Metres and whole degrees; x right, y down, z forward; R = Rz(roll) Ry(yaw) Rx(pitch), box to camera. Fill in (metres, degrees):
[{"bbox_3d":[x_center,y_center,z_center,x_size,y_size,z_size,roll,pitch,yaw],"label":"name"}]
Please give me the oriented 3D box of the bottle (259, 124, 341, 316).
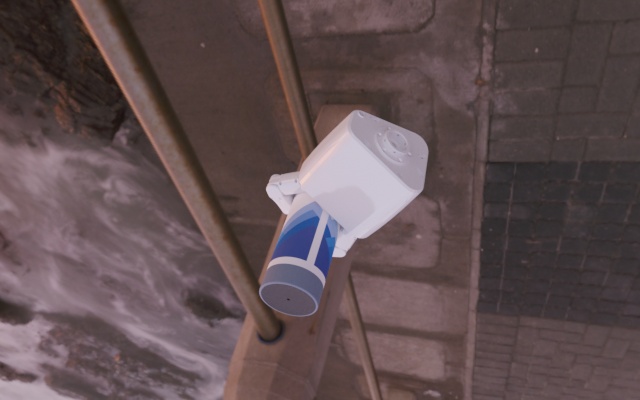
[{"bbox_3d":[0.000,0.002,0.610,0.069,0.295,0.069,10,-42,9],"label":"bottle"}]
